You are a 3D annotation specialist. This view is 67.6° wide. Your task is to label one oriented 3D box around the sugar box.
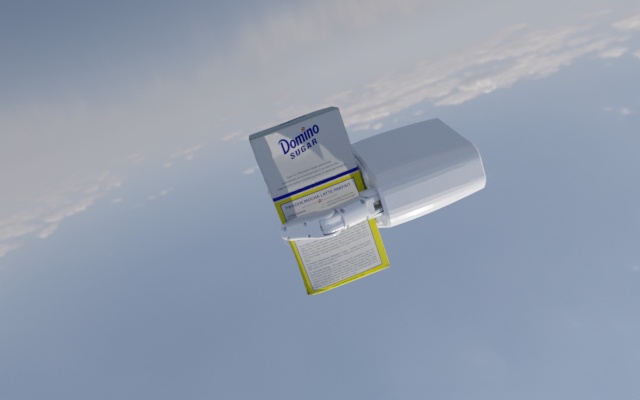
[{"bbox_3d":[0.000,0.002,0.491,0.093,0.176,0.048,-20,15,-4],"label":"sugar box"}]
